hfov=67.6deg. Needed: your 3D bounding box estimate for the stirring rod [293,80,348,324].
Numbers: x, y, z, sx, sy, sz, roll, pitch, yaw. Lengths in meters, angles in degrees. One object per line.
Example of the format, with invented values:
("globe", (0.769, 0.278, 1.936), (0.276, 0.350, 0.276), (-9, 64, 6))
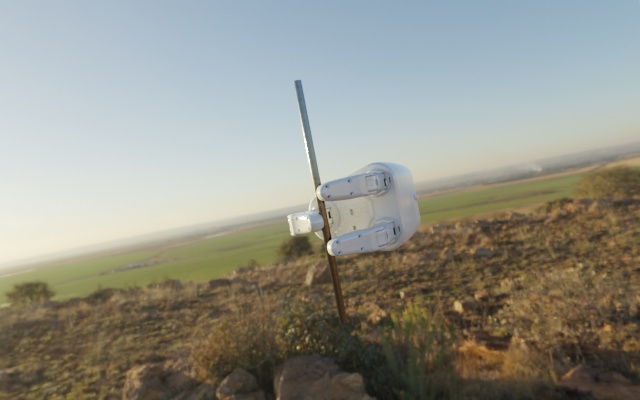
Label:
("stirring rod", (0.000, 0.002, 0.467), (0.011, 0.239, 0.011), (-11, 1, 0))
